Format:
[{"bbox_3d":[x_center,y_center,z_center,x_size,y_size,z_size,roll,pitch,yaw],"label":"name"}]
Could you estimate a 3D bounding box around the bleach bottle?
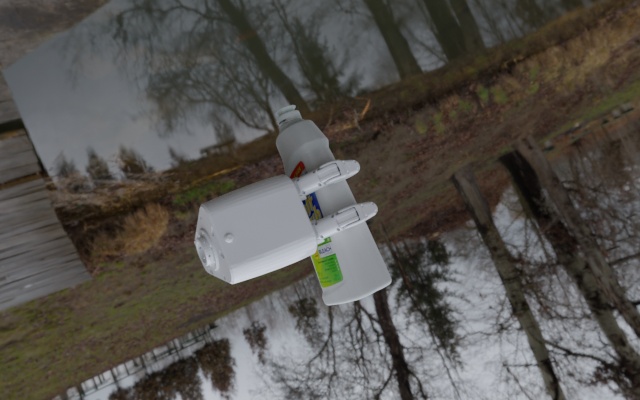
[{"bbox_3d":[0.000,0.002,0.604,0.068,0.251,0.102,-20,-6,-29],"label":"bleach bottle"}]
